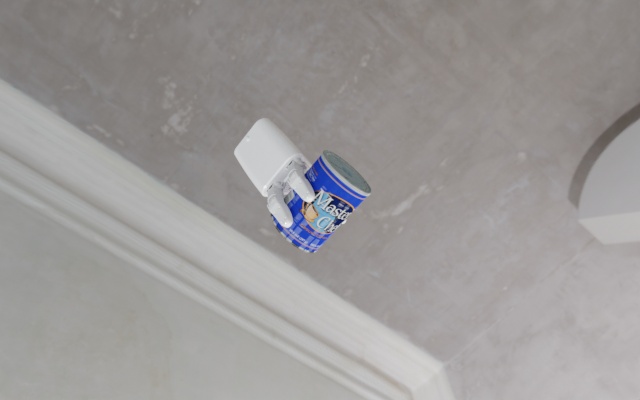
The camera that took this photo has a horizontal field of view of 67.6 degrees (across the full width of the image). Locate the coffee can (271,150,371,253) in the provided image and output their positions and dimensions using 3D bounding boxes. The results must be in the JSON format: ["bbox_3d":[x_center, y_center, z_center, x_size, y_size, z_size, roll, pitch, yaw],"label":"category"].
[{"bbox_3d":[0.000,0.003,0.790,0.103,0.140,0.102,37,18,-14],"label":"coffee can"}]
